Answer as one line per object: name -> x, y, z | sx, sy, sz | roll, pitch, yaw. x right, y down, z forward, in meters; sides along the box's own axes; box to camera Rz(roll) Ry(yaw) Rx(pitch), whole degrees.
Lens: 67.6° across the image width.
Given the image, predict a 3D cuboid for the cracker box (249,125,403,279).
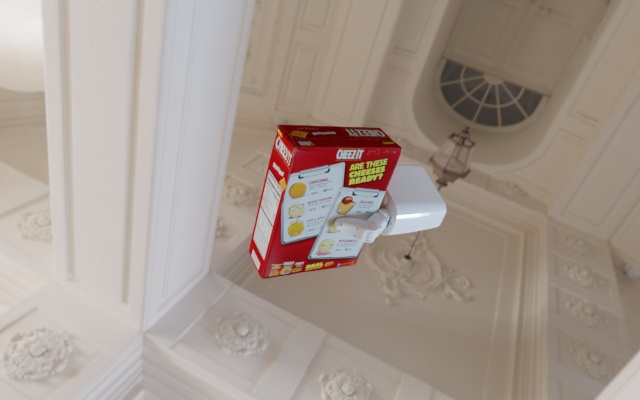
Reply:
cracker box -> 0.000, 0.002, 0.673 | 0.164, 0.214, 0.072 | -4, 37, -30
